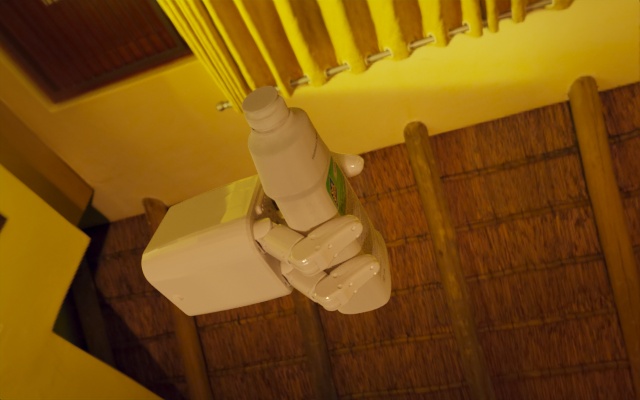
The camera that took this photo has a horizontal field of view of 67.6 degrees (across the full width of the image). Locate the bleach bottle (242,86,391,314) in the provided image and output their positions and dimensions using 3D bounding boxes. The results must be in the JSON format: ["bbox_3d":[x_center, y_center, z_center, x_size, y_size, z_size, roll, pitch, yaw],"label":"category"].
[{"bbox_3d":[0.000,0.001,0.428,0.068,0.102,0.251,-16,-45,13],"label":"bleach bottle"}]
